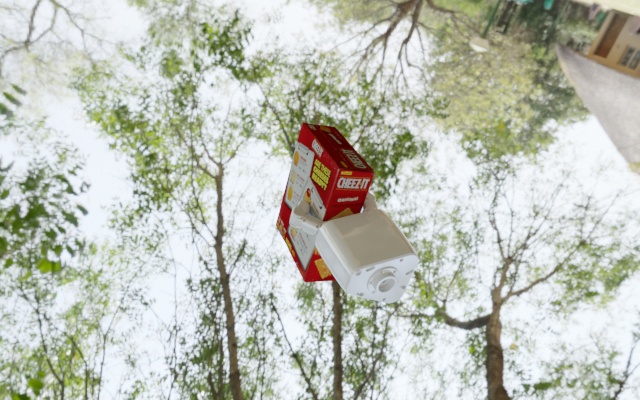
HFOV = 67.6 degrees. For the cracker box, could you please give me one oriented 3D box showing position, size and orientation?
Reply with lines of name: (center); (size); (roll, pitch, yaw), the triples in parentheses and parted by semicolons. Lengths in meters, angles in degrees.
cracker box: (0.000, 0.003, 0.798); (0.072, 0.214, 0.164); (2, 32, -26)
